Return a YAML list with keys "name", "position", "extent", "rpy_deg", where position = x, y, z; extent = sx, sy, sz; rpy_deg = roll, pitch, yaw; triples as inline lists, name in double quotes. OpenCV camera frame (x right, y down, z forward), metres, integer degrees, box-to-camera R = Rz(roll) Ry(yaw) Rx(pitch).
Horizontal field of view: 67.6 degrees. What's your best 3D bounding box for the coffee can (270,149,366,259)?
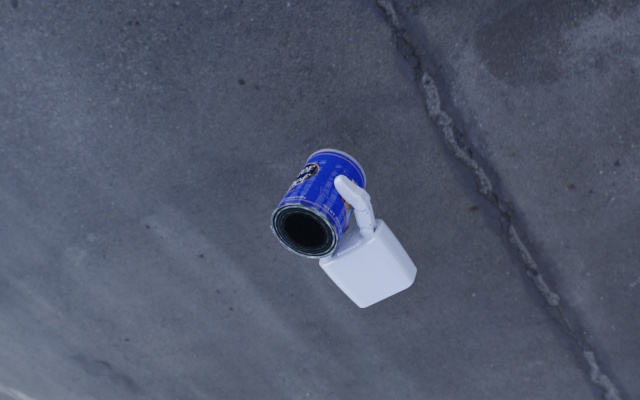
- name: "coffee can"
  position: [0.000, 0.002, 0.718]
  extent: [0.103, 0.103, 0.140]
  rpy_deg: [0, 38, 26]
